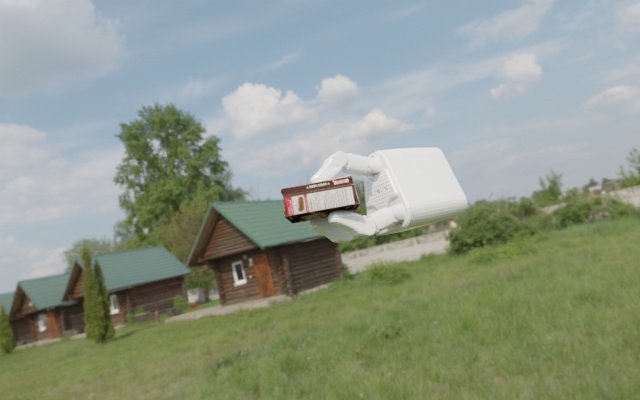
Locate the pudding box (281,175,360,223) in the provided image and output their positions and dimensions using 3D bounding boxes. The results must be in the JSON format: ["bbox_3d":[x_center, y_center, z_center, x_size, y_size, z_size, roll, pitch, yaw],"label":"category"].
[{"bbox_3d":[0.000,0.002,0.606,0.090,0.039,0.113,-11,-9,0],"label":"pudding box"}]
